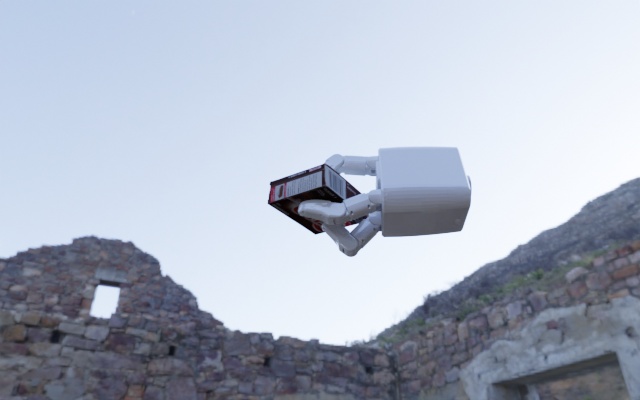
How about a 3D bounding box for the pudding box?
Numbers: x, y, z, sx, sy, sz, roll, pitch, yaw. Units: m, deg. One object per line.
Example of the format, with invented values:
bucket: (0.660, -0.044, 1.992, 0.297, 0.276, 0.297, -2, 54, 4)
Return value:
pudding box: (0.000, 0.002, 0.628, 0.090, 0.039, 0.113, -18, -36, 29)
